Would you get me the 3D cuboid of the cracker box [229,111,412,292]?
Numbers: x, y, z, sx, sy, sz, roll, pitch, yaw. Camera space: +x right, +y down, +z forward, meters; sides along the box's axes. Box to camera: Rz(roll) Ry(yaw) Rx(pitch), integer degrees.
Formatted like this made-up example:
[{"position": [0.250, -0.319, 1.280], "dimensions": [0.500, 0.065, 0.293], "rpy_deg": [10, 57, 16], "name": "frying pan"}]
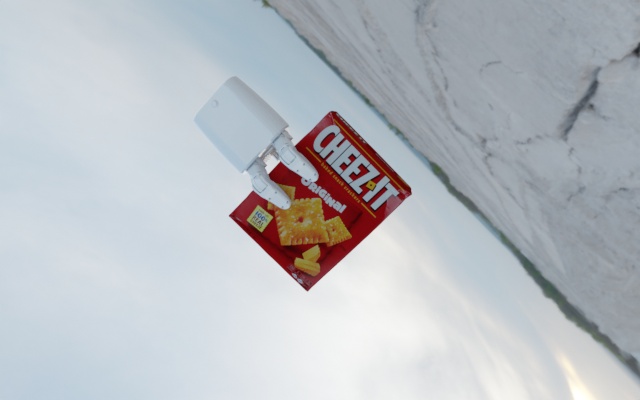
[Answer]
[{"position": [0.000, 0.002, 0.695], "dimensions": [0.214, 0.164, 0.072], "rpy_deg": [-44, 1, 12], "name": "cracker box"}]
